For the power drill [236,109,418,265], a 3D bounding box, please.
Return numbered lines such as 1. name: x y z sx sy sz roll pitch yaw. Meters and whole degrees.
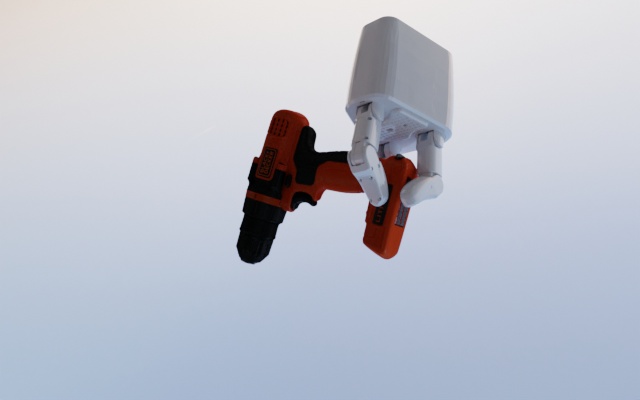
1. power drill: 0.001 0.002 0.524 0.187 0.184 0.057 16 2 25
